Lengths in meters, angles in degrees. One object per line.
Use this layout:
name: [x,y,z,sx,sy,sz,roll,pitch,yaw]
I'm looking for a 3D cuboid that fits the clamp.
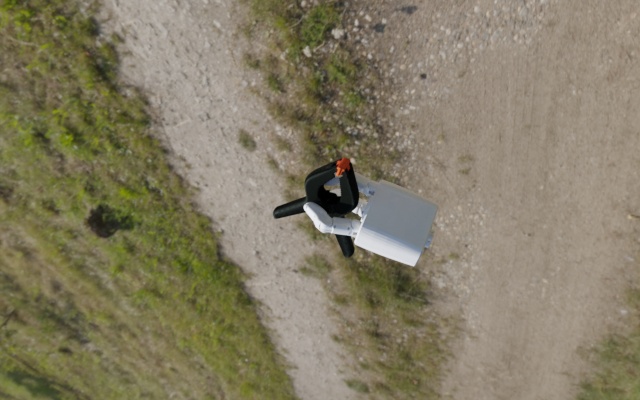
clamp: [0.000,0.003,0.807,0.164,0.036,0.210,23,-41,9]
